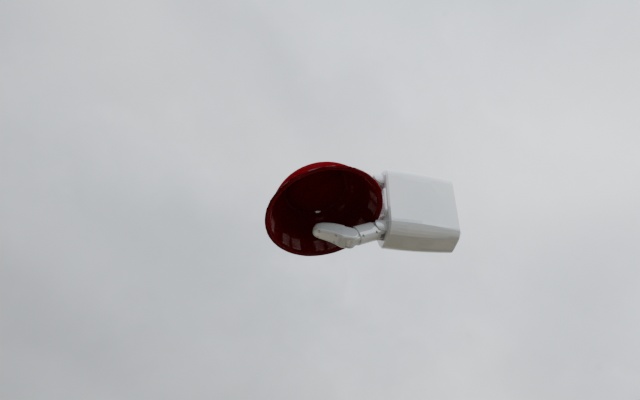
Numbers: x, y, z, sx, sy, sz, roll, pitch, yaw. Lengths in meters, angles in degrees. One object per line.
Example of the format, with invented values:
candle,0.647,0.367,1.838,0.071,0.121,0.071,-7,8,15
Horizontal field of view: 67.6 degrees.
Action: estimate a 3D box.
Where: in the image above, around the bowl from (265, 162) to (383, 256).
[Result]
bowl,-0.001,0.002,0.650,0.162,0.162,0.055,0,41,-19
